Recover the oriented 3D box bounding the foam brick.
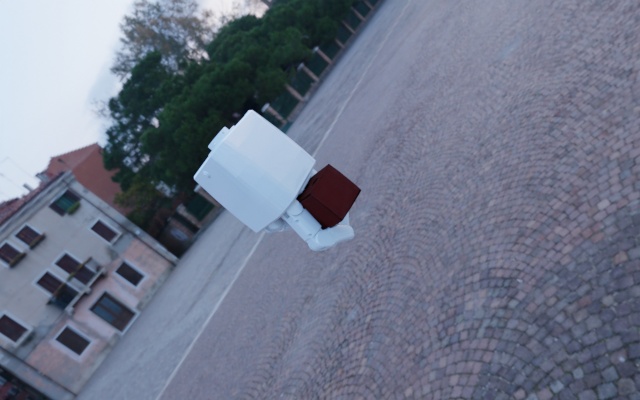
[{"bbox_3d":[0.000,0.002,0.579,0.051,0.053,0.078,40,-34,-11],"label":"foam brick"}]
